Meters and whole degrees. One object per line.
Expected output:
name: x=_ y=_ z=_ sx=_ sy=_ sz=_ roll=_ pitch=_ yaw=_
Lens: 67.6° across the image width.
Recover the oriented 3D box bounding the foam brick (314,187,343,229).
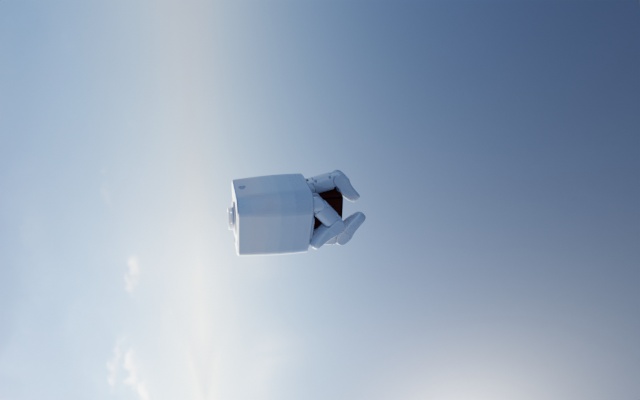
foam brick: x=0.000 y=0.002 z=0.751 sx=0.051 sy=0.053 sz=0.078 roll=-5 pitch=26 yaw=-13
